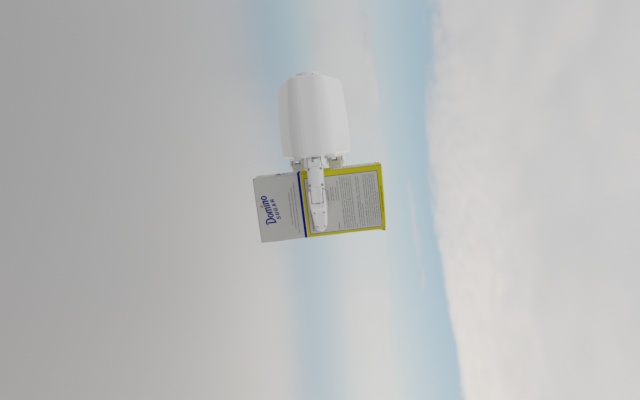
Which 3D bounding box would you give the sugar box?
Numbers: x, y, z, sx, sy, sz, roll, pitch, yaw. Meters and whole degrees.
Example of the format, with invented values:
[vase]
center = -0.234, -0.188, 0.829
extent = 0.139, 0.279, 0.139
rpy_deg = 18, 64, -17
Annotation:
[sugar box]
center = 0.000, 0.002, 0.668
extent = 0.176, 0.093, 0.048
rpy_deg = -5, 10, 4
